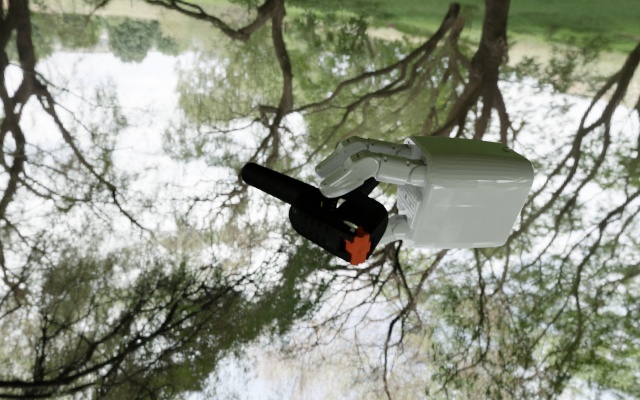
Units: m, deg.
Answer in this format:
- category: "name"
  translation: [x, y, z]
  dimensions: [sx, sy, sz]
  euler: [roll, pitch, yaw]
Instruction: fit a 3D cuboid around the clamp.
- category: "clamp"
  translation: [0.000, 0.003, 0.479]
  dimensions: [0.164, 0.036, 0.210]
  euler: [2, 21, -7]
